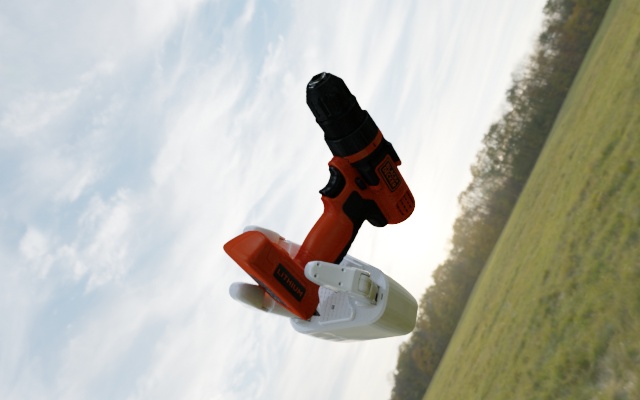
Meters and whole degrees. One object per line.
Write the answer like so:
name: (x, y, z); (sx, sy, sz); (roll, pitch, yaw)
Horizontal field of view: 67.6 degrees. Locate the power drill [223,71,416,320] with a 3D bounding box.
power drill: (0.000, 0.002, 0.449); (0.057, 0.187, 0.184); (18, -29, 54)
